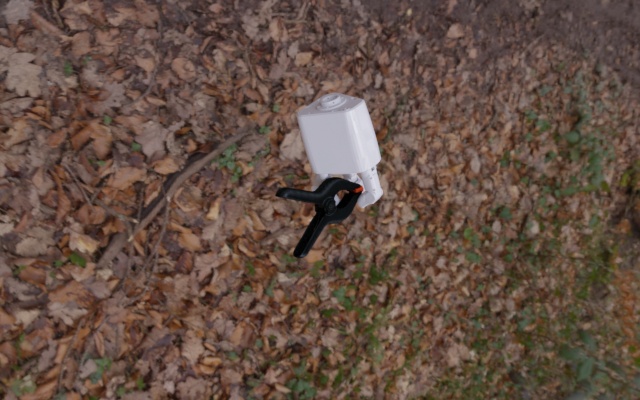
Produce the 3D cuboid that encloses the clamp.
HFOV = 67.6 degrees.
[{"bbox_3d":[0.001,0.003,0.788,0.039,0.120,0.171,14,42,44],"label":"clamp"}]
